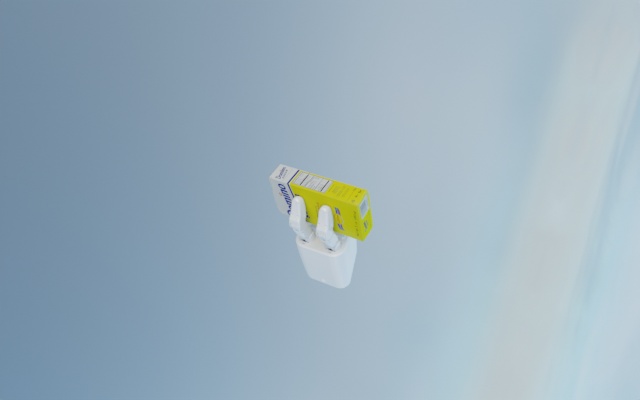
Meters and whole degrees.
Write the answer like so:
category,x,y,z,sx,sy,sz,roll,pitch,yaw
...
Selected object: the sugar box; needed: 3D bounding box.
category,x,y,z,sx,sy,sz,roll,pitch,yaw
sugar box,0.000,0.003,0.817,0.176,0.093,0.048,15,51,26
